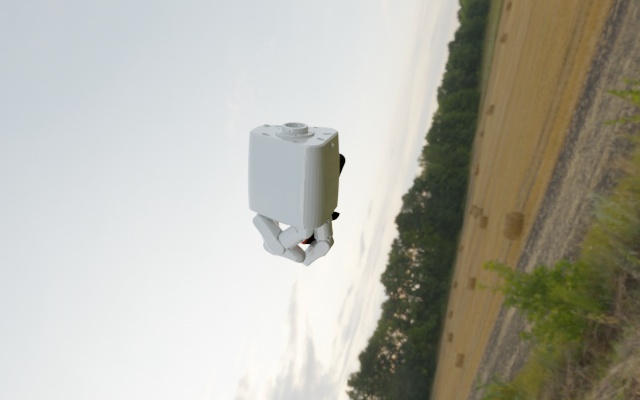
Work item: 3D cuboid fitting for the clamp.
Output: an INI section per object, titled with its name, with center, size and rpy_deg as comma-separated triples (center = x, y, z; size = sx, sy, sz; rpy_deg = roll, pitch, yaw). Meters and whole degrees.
[clamp]
center = -0.001, 0.002, 0.707
size = 0.039, 0.120, 0.171
rpy_deg = 9, 23, 17
